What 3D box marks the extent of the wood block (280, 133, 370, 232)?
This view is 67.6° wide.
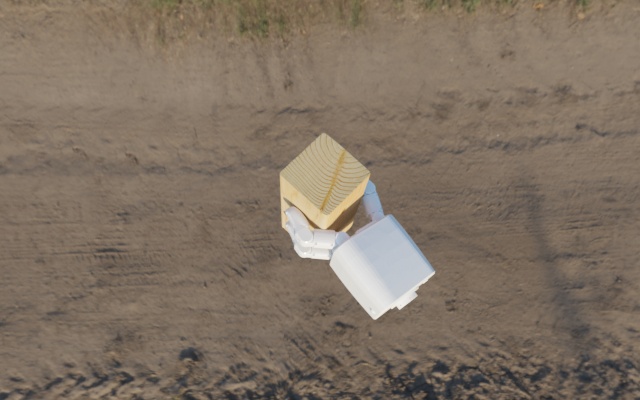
[{"bbox_3d":[0.001,0.002,0.723,0.090,0.091,0.206,42,-19,12],"label":"wood block"}]
